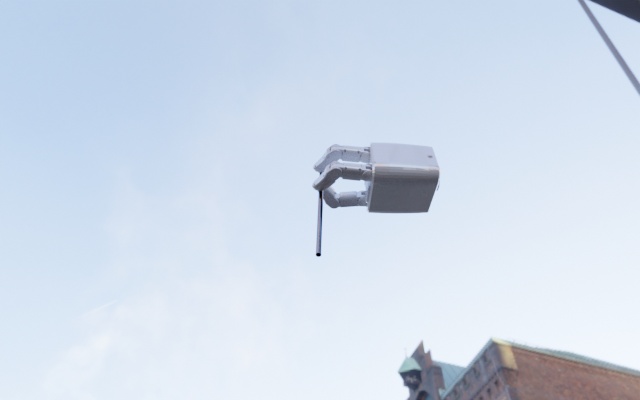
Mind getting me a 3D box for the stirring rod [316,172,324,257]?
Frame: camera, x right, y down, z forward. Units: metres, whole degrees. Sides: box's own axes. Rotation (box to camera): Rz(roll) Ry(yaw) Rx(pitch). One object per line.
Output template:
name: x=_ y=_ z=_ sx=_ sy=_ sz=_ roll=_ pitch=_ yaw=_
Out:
stirring rod: x=0.000 y=0.003 z=0.745 sx=0.011 sy=0.011 sz=0.239 roll=0 pitch=37 yaw=2
